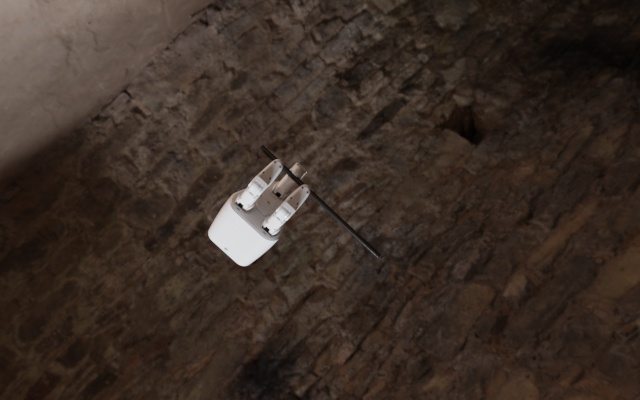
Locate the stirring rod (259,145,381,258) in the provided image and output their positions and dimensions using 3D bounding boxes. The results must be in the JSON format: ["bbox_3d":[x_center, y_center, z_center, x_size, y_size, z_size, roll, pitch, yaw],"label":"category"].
[{"bbox_3d":[0.000,0.002,0.714,0.239,0.011,0.011,43,-3,-3],"label":"stirring rod"}]
